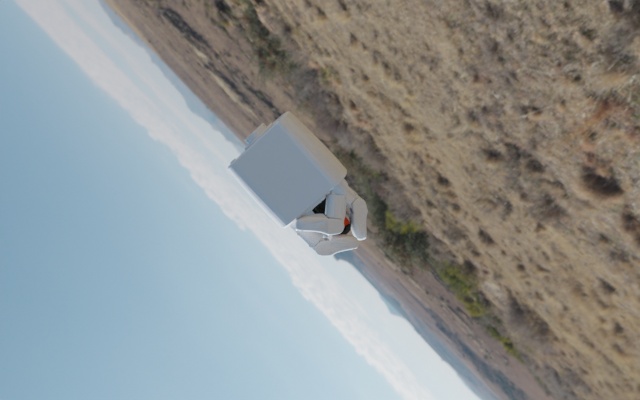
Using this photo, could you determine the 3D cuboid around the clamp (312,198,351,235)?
[{"bbox_3d":[0.000,0.003,0.702,0.039,0.120,0.171,-44,12,-2],"label":"clamp"}]
